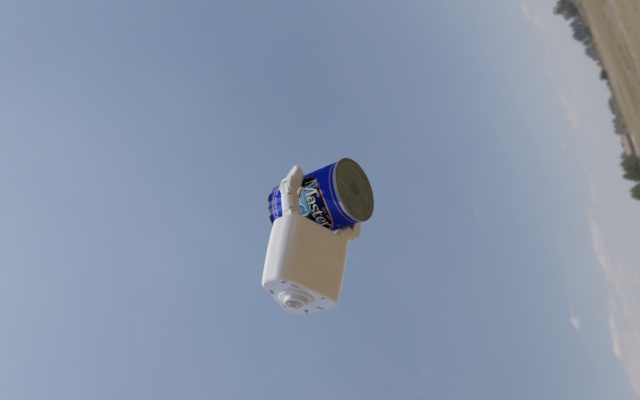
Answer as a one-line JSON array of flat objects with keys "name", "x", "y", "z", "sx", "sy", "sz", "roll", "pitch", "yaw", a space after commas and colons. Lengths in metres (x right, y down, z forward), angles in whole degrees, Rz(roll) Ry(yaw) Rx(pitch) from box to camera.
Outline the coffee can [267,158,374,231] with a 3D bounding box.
[{"name": "coffee can", "x": 0.000, "y": 0.002, "z": 0.771, "sx": 0.140, "sy": 0.103, "sz": 0.103, "roll": -20, "pitch": -12, "yaw": 34}]
